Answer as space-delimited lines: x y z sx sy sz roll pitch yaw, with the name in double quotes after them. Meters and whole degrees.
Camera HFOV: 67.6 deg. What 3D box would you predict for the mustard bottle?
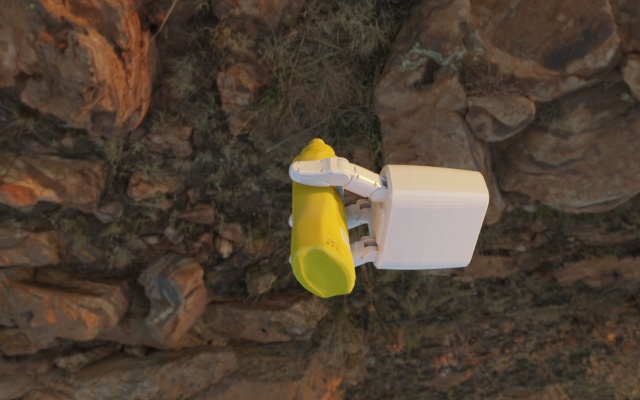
0.000 0.002 0.526 0.058 0.191 0.096 -15 -42 14 "mustard bottle"
